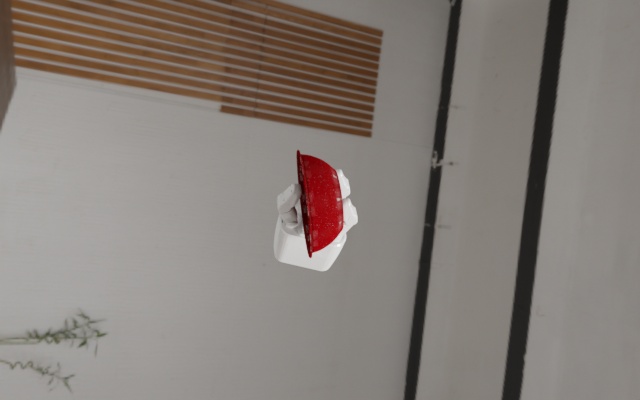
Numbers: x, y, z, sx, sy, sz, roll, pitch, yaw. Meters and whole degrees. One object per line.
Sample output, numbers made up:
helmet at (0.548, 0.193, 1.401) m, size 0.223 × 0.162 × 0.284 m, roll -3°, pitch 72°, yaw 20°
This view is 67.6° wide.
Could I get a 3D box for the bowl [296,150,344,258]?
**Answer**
bowl at (0.001, 0.002, 0.707) m, size 0.055 × 0.162 × 0.162 m, roll -7°, pitch 0°, yaw -5°
